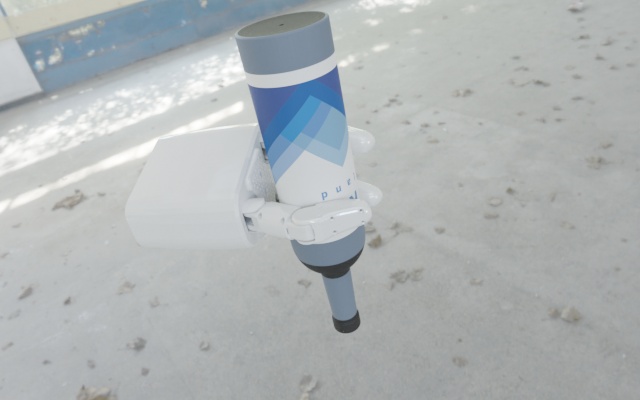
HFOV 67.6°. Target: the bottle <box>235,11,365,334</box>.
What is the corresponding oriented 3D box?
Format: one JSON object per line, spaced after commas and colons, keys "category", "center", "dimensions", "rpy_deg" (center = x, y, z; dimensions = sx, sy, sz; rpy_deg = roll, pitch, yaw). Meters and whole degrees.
{"category": "bottle", "center": [0.000, 0.001, 0.405], "dimensions": [0.069, 0.296, 0.069], "rpy_deg": [-9, 32, 6]}
